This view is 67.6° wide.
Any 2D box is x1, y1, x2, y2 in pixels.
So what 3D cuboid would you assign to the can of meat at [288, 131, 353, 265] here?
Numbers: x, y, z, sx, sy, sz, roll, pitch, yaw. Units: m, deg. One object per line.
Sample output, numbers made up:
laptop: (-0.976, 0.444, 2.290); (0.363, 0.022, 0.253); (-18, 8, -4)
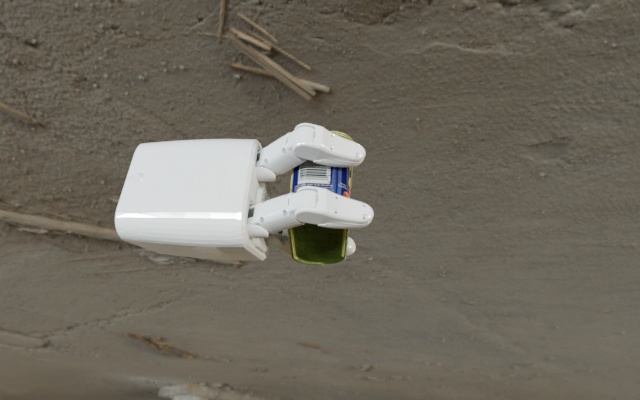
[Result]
can of meat: (0.000, 0.002, 0.432); (0.057, 0.084, 0.102); (2, -31, 2)
